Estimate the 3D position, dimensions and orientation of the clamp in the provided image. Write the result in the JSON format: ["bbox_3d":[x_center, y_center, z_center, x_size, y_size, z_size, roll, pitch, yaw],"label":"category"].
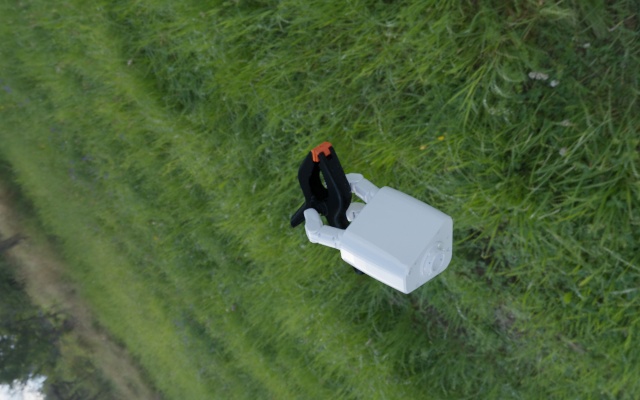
[{"bbox_3d":[0.000,0.002,0.712,0.164,0.210,0.036,26,50,38],"label":"clamp"}]
